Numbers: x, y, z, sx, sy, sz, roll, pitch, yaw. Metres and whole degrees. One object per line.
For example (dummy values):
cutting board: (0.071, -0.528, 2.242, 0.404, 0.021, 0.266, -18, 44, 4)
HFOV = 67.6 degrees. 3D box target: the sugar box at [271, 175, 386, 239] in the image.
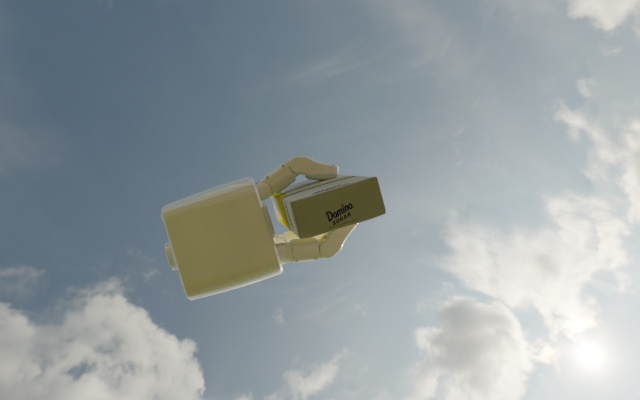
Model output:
sugar box: (0.000, 0.002, 0.546, 0.093, 0.048, 0.176, -17, 10, -10)
